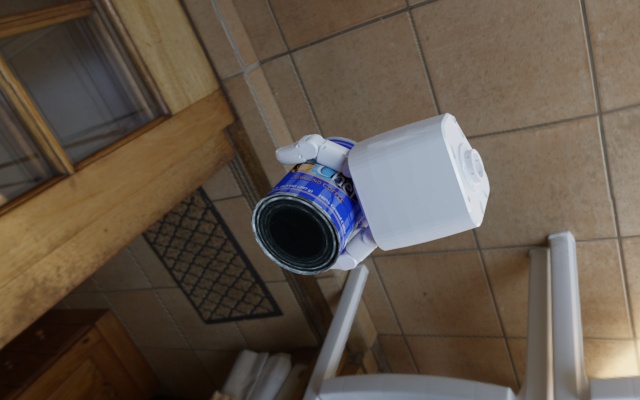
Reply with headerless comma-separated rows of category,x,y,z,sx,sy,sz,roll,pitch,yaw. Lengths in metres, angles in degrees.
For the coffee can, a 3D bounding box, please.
coffee can,0.000,0.002,0.547,0.103,0.103,0.140,0,30,27
